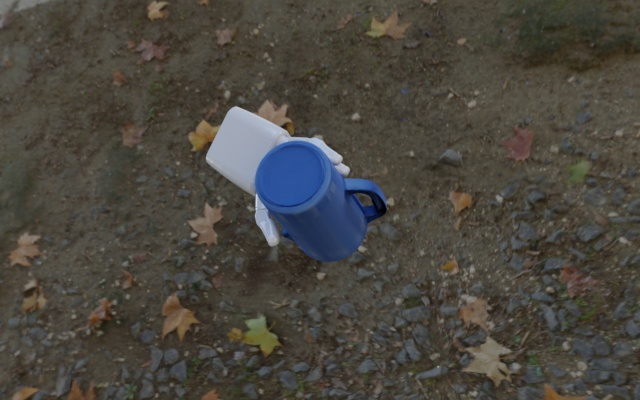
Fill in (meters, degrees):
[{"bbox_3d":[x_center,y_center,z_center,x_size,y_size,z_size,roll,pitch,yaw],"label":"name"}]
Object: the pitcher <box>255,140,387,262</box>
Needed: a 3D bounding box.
[{"bbox_3d":[0.000,0.002,0.735,0.145,0.149,0.243,33,-8,22],"label":"pitcher"}]
